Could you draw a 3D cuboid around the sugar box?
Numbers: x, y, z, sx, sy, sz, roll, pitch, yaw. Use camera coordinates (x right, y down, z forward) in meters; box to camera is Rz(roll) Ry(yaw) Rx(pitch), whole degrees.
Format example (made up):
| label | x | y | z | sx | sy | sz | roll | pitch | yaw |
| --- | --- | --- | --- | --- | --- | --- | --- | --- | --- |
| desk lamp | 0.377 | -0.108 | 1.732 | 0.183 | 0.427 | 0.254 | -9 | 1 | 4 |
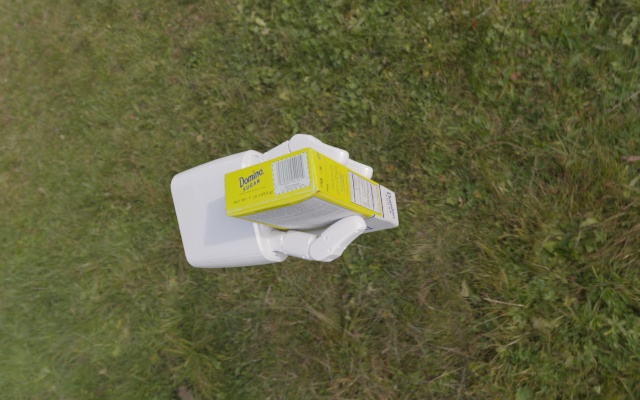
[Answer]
| label | x | y | z | sx | sy | sz | roll | pitch | yaw |
| --- | --- | --- | --- | --- | --- | --- | --- | --- | --- |
| sugar box | 0.000 | 0.001 | 0.465 | 0.093 | 0.048 | 0.176 | -13 | -15 | 27 |
